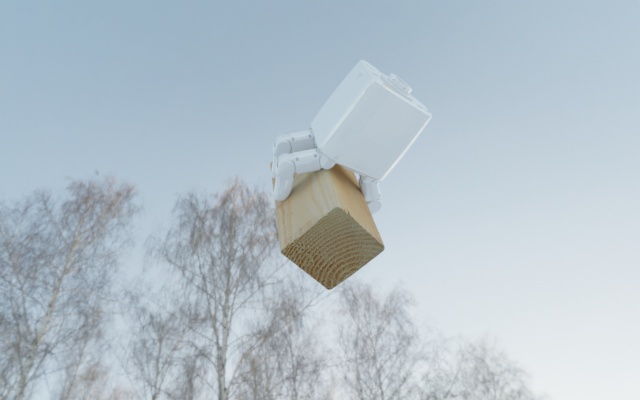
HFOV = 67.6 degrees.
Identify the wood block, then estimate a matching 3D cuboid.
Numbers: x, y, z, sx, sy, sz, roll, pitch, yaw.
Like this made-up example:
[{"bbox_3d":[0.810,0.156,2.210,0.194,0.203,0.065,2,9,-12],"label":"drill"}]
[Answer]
[{"bbox_3d":[0.001,0.002,0.624,0.091,0.090,0.206,42,18,-29],"label":"wood block"}]
